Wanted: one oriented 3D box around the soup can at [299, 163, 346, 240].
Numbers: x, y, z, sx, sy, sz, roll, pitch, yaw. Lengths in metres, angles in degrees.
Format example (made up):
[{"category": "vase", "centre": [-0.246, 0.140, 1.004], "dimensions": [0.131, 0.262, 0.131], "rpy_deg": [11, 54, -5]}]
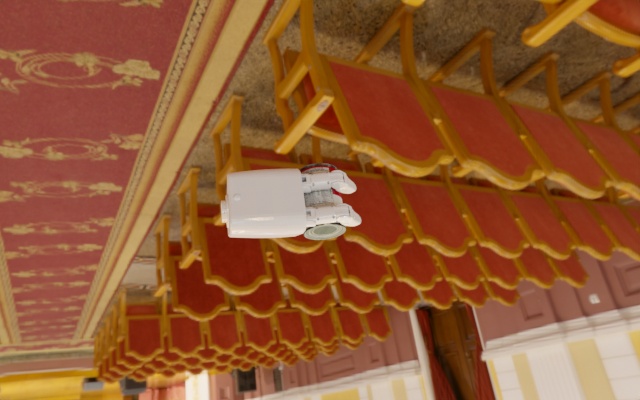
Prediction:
[{"category": "soup can", "centre": [0.001, 0.003, 0.741], "dimensions": [0.068, 0.102, 0.068], "rpy_deg": [-7, -23, -3]}]
